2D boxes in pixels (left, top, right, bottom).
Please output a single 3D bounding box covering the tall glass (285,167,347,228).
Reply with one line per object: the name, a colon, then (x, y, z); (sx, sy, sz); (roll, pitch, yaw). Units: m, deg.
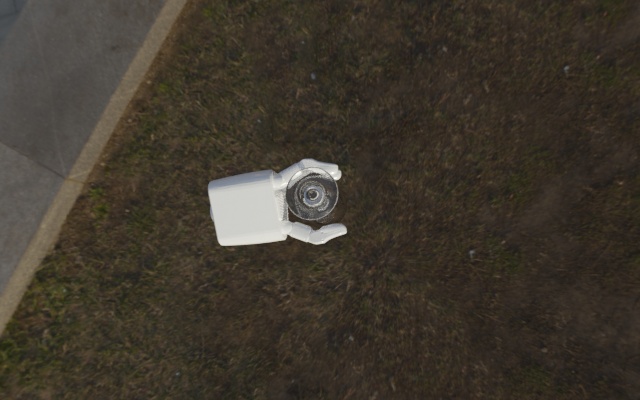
tall glass: (0.000, 0.002, 0.756); (0.079, 0.079, 0.201); (0, -7, 8)
